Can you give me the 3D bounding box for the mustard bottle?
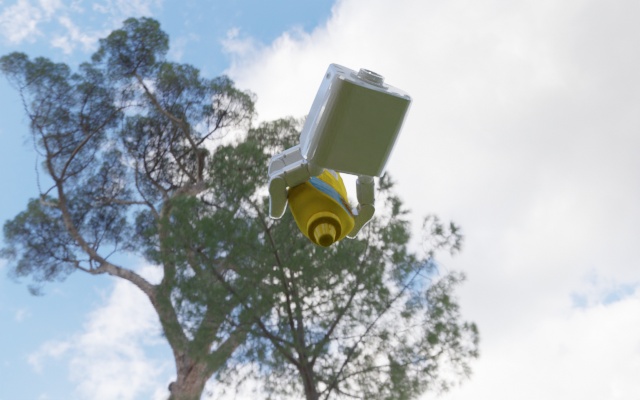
[{"bbox_3d":[0.000,0.002,0.618,0.096,0.058,0.191,41,17,-21],"label":"mustard bottle"}]
